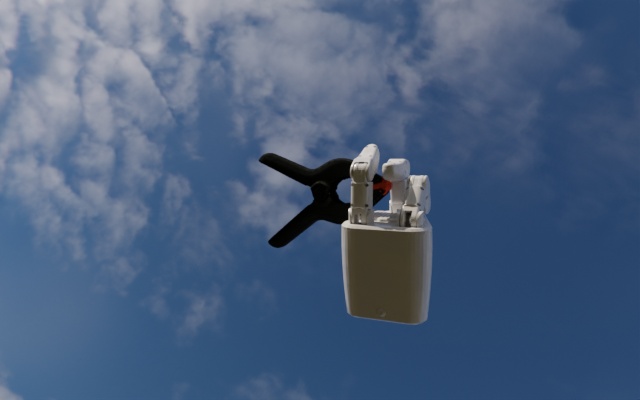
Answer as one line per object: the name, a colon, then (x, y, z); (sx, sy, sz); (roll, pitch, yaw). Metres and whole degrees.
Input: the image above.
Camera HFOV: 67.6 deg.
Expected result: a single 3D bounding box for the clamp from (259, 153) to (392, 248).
clamp: (0.000, 0.002, 0.583); (0.171, 0.120, 0.039); (2, 9, 25)
